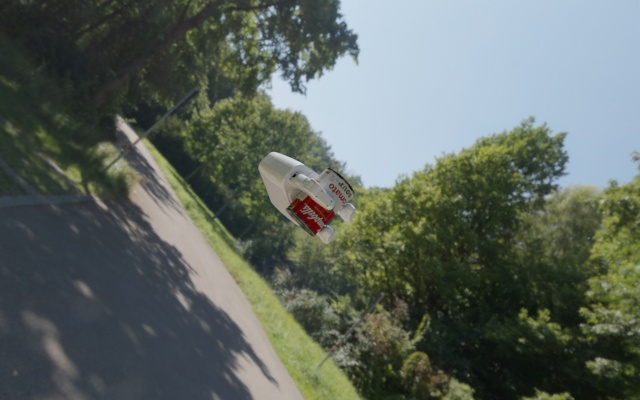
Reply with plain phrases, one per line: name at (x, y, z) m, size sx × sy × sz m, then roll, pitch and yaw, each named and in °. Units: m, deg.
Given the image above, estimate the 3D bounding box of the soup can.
soup can at (0.001, 0.003, 0.814) m, size 0.102 × 0.068 × 0.068 m, roll -45°, pitch 10°, yaw -10°
